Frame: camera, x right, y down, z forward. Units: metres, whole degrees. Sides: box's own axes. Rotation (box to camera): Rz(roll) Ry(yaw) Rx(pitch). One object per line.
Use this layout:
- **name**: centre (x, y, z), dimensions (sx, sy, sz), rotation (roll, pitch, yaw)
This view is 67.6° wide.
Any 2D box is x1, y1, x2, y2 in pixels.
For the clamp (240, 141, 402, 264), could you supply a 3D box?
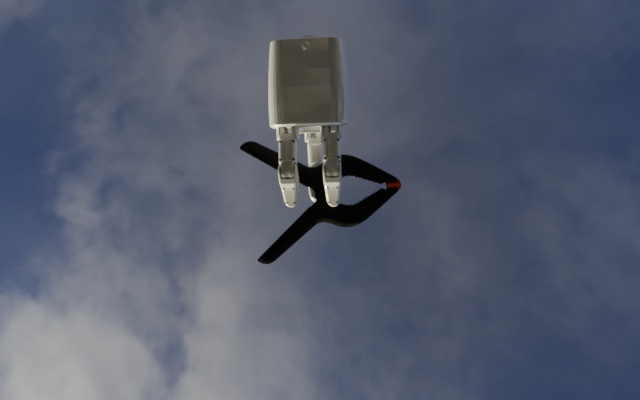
- **clamp**: centre (0.001, 0.002, 0.631), dimensions (0.210, 0.164, 0.036), rotation (-1, 6, 5)
